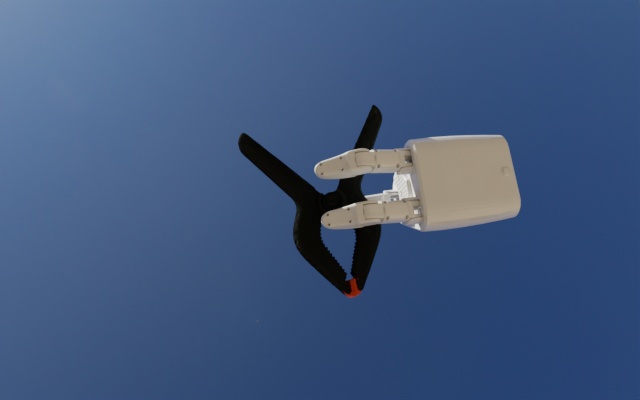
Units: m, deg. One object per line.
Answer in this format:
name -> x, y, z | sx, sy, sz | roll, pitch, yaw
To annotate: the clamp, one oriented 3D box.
clamp -> 0.000, 0.002, 0.519 | 0.164, 0.210, 0.036 | -7, -13, -3
